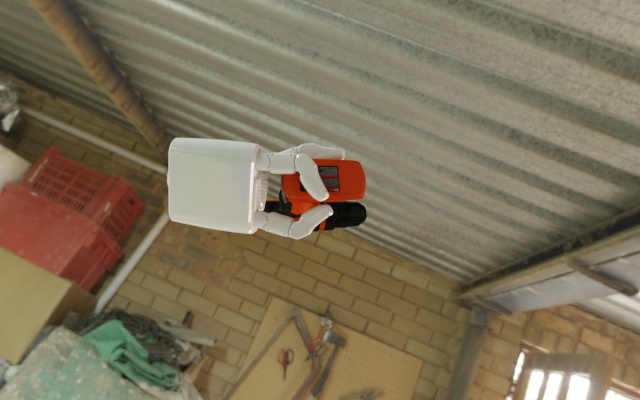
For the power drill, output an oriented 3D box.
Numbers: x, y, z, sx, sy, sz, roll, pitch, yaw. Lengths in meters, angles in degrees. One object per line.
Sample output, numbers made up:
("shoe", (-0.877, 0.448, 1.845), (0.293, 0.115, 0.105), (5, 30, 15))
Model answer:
("power drill", (0.000, 0.002, 0.674), (0.184, 0.057, 0.188), (-2, -19, -15))
